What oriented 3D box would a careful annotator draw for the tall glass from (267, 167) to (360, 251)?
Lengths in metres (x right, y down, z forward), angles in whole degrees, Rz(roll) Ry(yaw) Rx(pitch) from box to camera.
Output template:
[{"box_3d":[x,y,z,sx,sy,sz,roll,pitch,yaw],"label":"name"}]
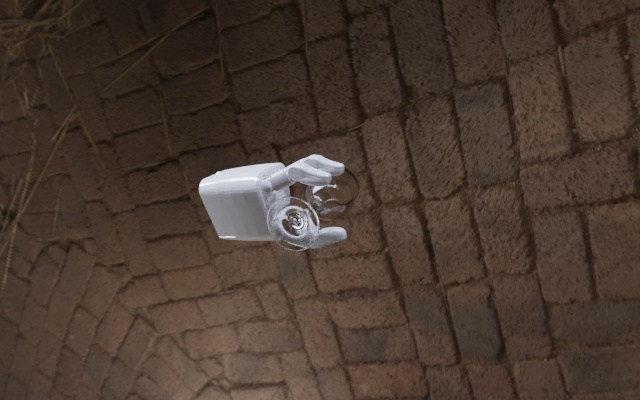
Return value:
[{"box_3d":[0.000,0.003,0.701,0.079,0.079,0.201,0,16,23],"label":"tall glass"}]
